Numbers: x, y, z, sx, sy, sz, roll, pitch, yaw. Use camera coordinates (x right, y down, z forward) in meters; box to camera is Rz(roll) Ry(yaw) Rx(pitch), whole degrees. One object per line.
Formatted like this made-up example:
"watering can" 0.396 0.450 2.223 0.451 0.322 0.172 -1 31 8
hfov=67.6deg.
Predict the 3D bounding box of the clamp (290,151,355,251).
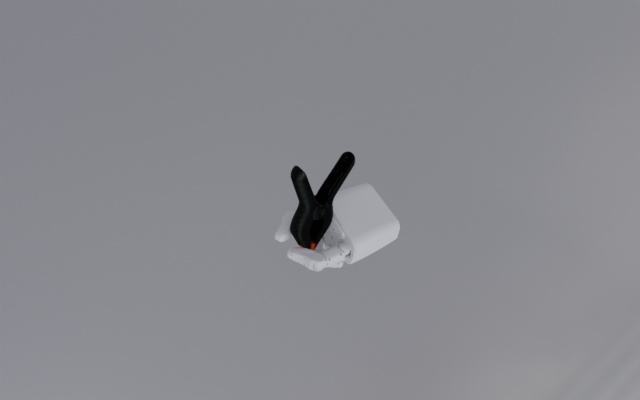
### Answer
"clamp" 0.000 0.003 0.729 0.120 0.172 0.039 -22 49 -31
